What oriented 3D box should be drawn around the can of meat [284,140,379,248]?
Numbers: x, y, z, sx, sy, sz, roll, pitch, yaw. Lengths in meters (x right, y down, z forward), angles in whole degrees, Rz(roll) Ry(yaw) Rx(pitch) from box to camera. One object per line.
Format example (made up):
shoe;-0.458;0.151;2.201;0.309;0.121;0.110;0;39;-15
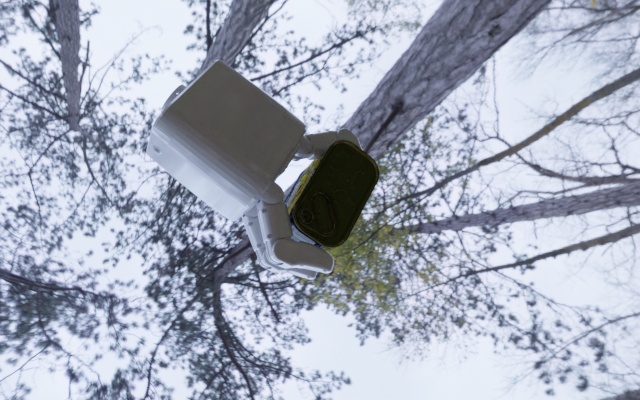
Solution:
can of meat;0.000;0.002;0.468;0.057;0.102;0.084;35;-24;-12
